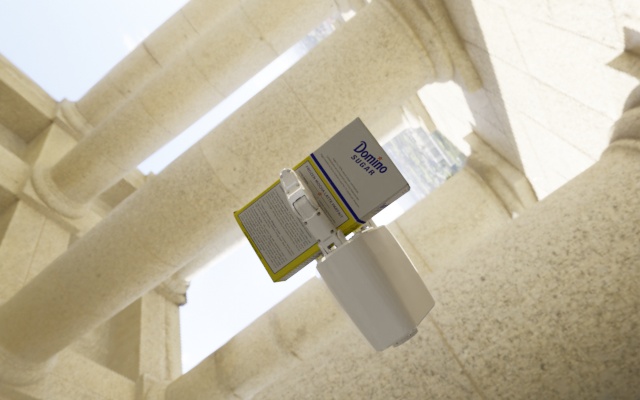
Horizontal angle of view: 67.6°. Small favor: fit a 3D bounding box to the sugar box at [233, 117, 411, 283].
[{"bbox_3d":[0.000,0.002,0.518,0.176,0.093,0.048,-36,-14,8],"label":"sugar box"}]
